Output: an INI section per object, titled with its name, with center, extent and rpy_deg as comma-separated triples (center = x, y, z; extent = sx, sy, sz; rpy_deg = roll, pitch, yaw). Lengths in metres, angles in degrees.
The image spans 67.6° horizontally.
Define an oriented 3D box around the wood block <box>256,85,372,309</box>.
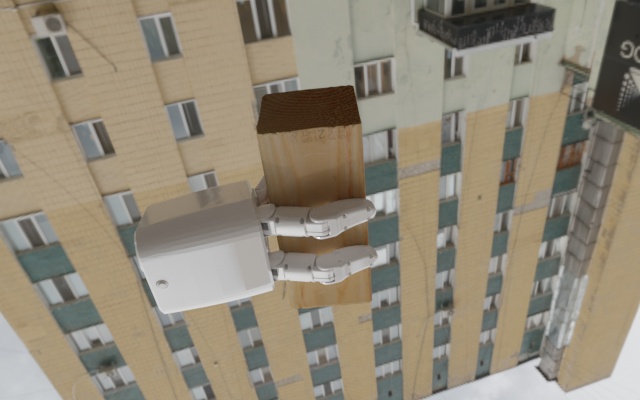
[wood block]
center = 0.000, 0.002, 0.481
extent = 0.090, 0.206, 0.090
rpy_deg = -6, 35, 1
